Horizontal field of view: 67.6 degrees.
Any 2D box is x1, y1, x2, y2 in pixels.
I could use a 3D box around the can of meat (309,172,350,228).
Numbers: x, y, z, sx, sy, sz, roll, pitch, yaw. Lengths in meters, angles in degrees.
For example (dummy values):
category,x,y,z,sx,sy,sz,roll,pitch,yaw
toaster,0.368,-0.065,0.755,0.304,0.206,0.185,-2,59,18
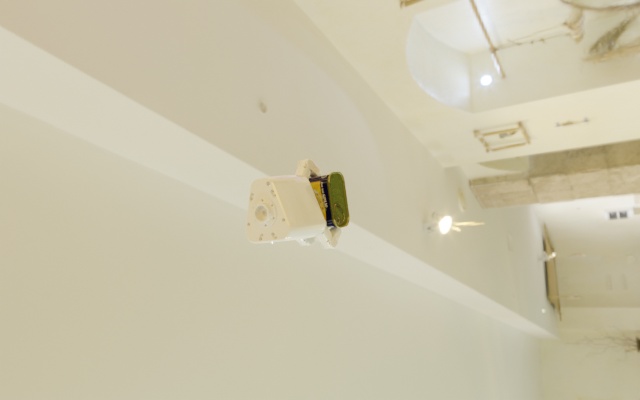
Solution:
category,x,y,z,sx,sy,sz,roll,pitch,yaw
can of meat,0.000,0.003,0.887,0.084,0.102,0.057,-7,1,31
